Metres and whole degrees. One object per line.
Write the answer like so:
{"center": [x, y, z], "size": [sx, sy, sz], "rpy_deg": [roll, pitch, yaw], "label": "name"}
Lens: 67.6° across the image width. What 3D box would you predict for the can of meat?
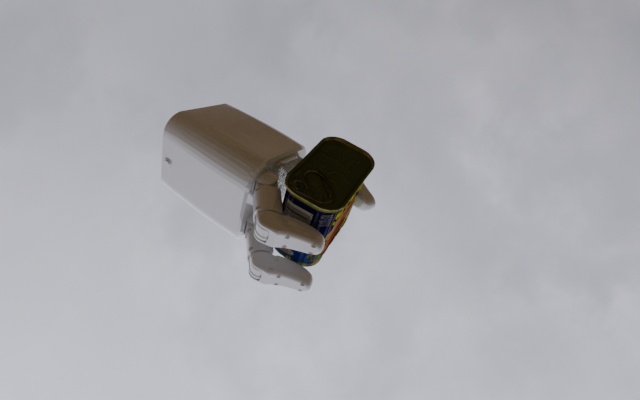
{"center": [0.000, 0.002, 0.455], "size": [0.057, 0.084, 0.102], "rpy_deg": [29, 43, 9], "label": "can of meat"}
